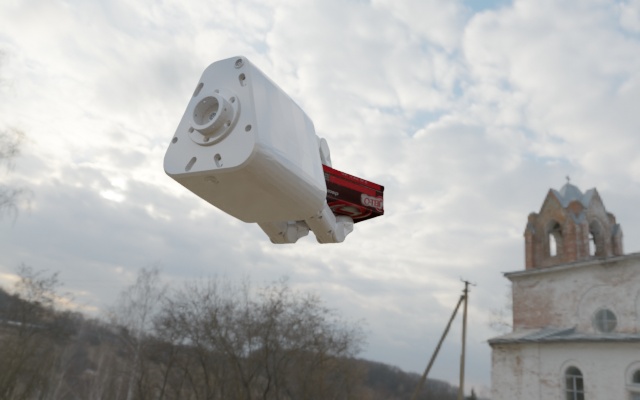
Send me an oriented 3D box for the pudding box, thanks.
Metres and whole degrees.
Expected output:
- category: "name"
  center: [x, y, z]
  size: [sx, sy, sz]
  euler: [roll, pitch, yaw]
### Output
- category: "pudding box"
  center: [0.000, 0.002, 0.517]
  size: [0.090, 0.039, 0.113]
  euler: [18, -22, -31]
